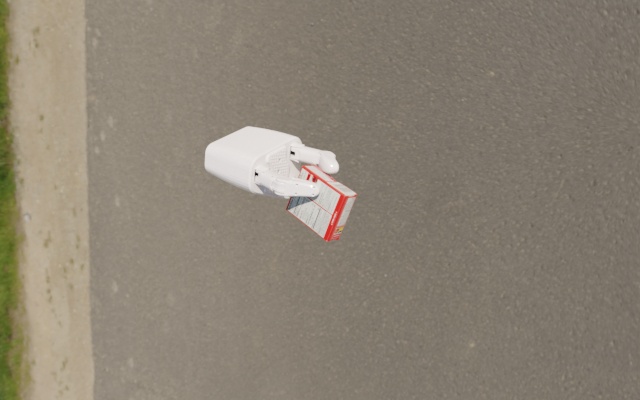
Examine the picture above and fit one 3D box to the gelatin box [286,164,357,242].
[{"bbox_3d":[0.000,0.002,0.660,0.089,0.073,0.030,36,27,33],"label":"gelatin box"}]
